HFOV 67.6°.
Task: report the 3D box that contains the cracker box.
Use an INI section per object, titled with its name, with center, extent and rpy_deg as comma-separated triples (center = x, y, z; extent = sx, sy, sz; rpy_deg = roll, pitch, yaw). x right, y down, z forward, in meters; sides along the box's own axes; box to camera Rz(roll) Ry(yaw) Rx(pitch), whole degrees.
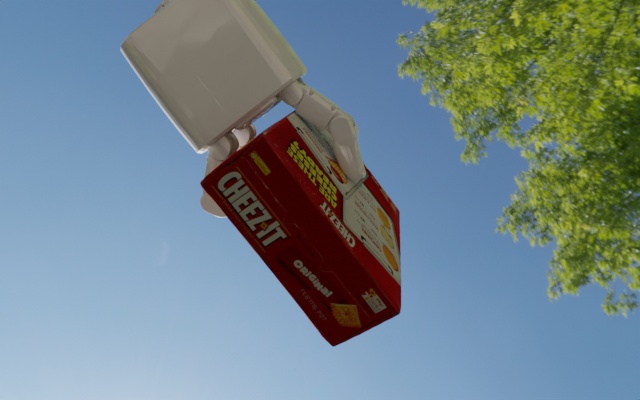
[cracker box]
center = 0.000, 0.001, 0.437
extent = 0.072, 0.164, 0.213
rpy_deg = -35, 10, 18
